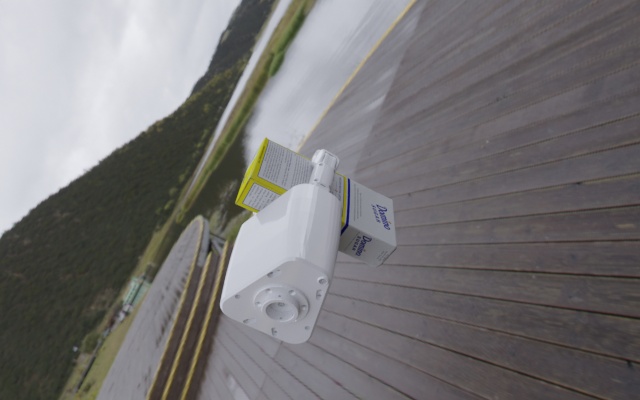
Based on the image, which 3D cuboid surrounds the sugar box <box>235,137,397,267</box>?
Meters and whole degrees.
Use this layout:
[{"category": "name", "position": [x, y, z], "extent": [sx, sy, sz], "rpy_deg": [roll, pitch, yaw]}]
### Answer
[{"category": "sugar box", "position": [0.000, 0.002, 0.540], "extent": [0.176, 0.048, 0.093], "rpy_deg": [28, 33, -14]}]
